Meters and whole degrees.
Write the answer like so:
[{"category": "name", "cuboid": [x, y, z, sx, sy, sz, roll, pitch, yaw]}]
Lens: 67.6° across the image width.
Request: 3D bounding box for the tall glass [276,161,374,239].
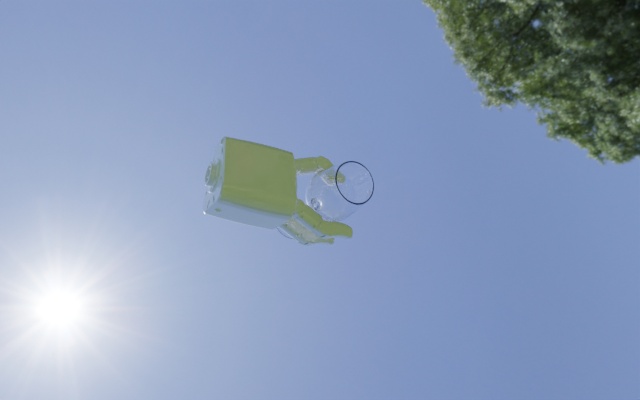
[{"category": "tall glass", "cuboid": [0.000, 0.003, 0.725, 0.079, 0.079, 0.201, 0, -16, -30]}]
